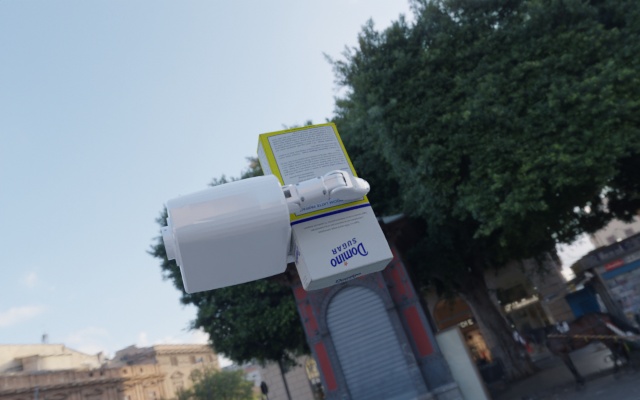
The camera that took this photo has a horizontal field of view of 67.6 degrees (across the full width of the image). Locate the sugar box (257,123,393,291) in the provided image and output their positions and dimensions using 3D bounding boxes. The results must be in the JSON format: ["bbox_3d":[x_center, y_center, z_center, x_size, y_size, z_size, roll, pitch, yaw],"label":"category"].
[{"bbox_3d":[0.000,0.002,0.517,0.093,0.176,0.048,-13,-22,-18],"label":"sugar box"}]
